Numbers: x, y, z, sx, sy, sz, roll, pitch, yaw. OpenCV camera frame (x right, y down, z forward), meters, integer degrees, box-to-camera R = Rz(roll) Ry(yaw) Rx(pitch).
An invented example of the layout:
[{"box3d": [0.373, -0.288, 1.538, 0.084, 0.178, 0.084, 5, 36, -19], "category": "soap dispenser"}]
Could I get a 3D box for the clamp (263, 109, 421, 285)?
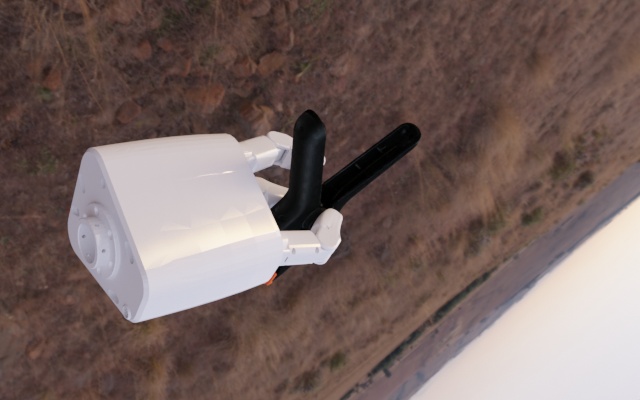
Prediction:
[{"box3d": [0.000, 0.002, 0.446, 0.164, 0.036, 0.210, -11, -36, -45], "category": "clamp"}]
